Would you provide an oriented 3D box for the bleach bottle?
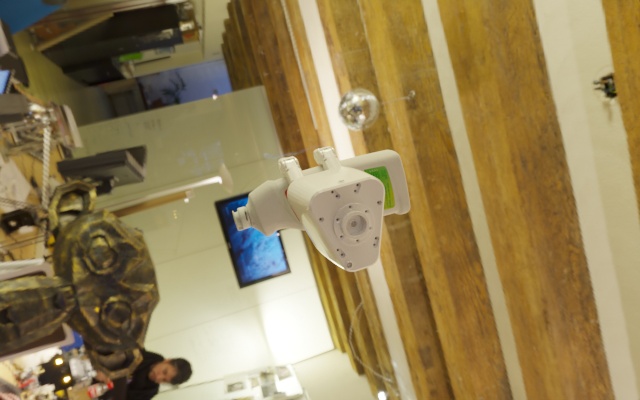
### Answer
[{"bbox_3d":[0.000,0.002,0.694,0.251,0.102,0.068,-16,14,-13],"label":"bleach bottle"}]
